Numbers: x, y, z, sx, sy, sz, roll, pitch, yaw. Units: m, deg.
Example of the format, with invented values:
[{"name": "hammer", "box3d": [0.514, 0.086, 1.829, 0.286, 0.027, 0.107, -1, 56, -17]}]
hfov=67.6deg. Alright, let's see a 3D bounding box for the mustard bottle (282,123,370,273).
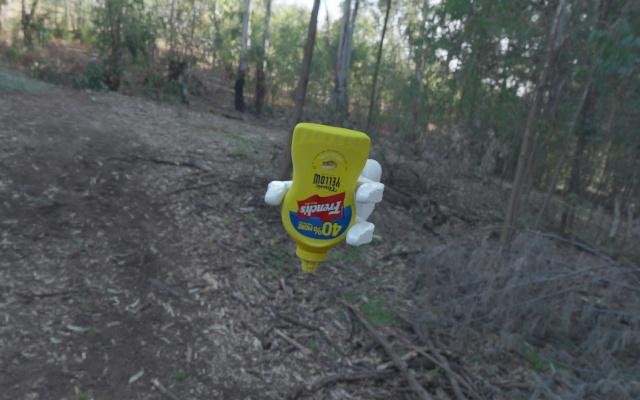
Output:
[{"name": "mustard bottle", "box3d": [0.000, 0.002, 0.616, 0.096, 0.192, 0.058, 8, 15, -7]}]
